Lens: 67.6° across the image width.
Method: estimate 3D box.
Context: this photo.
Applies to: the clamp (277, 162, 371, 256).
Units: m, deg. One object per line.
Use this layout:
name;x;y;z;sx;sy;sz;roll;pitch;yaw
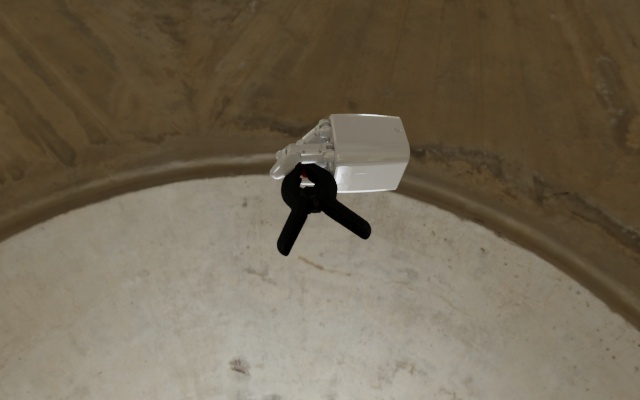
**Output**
clamp;0.000;0.002;0.648;0.120;0.171;0.039;-1;-44;-5
